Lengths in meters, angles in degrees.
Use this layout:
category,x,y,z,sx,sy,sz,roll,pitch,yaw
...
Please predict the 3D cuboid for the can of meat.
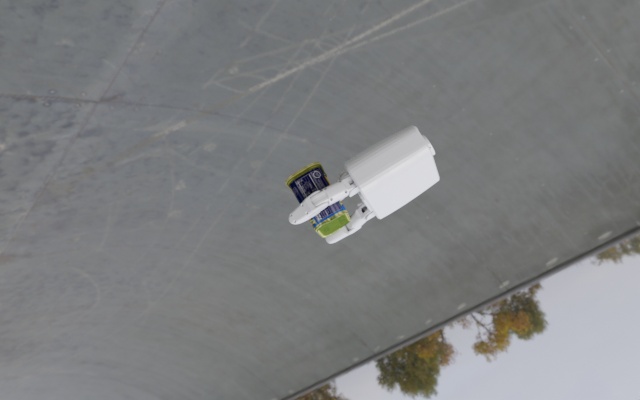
category,x,y,z,sx,sy,sz,roll,pitch,yaw
can of meat,0.000,0.003,0.691,0.057,0.084,0.102,-31,-14,1
